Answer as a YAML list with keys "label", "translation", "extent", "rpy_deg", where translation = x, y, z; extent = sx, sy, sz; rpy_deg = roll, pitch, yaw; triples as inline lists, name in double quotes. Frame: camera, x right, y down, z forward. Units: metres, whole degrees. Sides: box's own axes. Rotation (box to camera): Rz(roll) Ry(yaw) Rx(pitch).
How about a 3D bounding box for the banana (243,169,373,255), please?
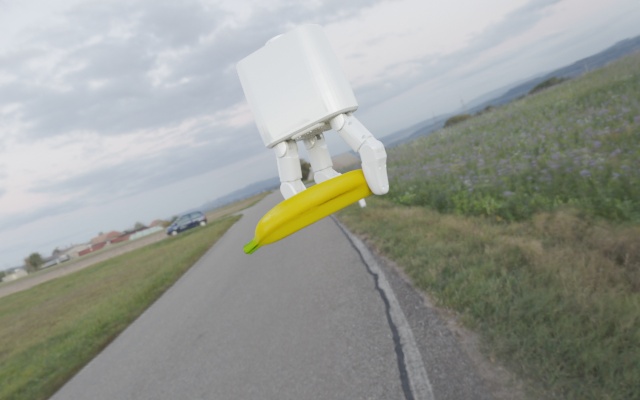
- label: "banana"
  translation: [0.004, -0.001, 0.531]
  extent: [0.198, 0.037, 0.069]
  rpy_deg: [-26, -2, -24]
